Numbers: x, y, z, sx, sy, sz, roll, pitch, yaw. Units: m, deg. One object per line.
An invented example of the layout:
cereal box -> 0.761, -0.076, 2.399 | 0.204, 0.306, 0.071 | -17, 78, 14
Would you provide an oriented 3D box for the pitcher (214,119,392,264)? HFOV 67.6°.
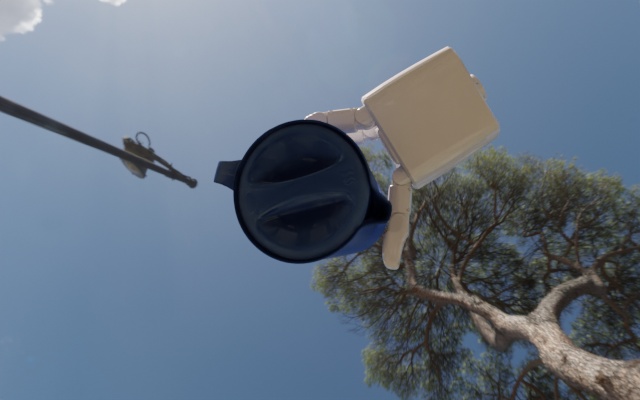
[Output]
pitcher -> 0.000, 0.002, 0.547 | 0.145, 0.149, 0.243 | -33, -14, 8
